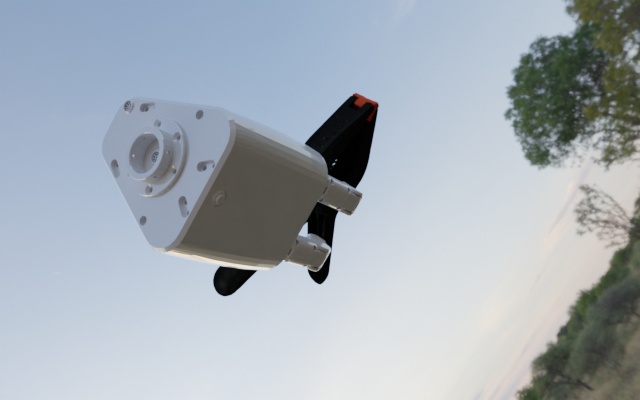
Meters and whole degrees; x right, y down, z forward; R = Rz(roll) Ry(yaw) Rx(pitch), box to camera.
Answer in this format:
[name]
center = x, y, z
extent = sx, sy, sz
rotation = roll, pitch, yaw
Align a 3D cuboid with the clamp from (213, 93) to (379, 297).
[clamp]
center = 0.000, 0.001, 0.459
extent = 0.036, 0.210, 0.164
rotation = 33, 6, 29
